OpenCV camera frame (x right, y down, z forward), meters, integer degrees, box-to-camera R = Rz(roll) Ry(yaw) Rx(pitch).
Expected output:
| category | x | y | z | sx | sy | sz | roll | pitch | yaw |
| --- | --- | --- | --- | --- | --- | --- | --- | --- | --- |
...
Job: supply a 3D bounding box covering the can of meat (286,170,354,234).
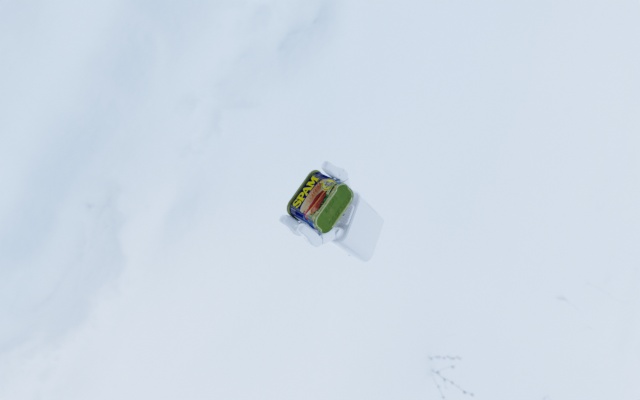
| category | x | y | z | sx | sy | sz | roll | pitch | yaw |
| --- | --- | --- | --- | --- | --- | --- | --- | --- | --- |
| can of meat | 0.000 | 0.003 | 0.875 | 0.084 | 0.102 | 0.057 | 27 | -12 | 47 |
